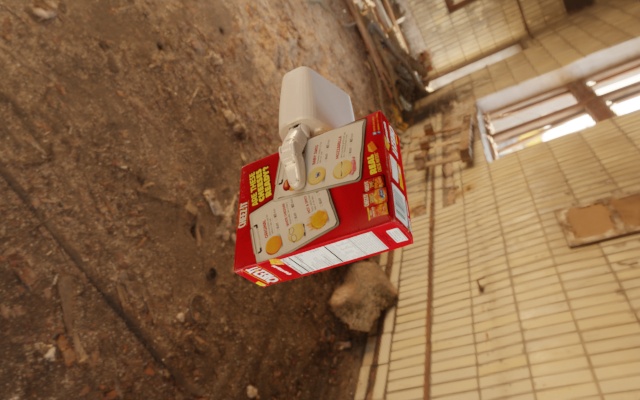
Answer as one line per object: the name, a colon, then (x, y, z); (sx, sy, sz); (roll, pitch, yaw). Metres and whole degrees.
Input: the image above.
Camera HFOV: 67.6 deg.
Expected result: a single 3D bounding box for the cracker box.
cracker box: (0.000, 0.002, 0.600); (0.214, 0.164, 0.072); (-20, -39, 24)
